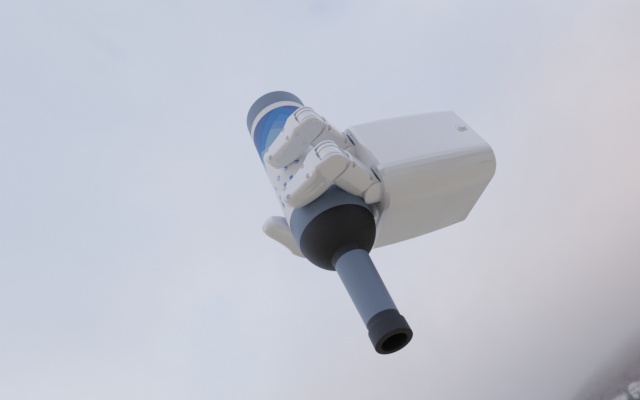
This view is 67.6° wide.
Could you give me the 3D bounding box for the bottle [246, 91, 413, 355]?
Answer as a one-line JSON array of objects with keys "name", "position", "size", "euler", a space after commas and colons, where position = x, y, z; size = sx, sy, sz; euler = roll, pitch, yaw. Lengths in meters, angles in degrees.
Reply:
[{"name": "bottle", "position": [0.000, 0.001, 0.414], "size": [0.069, 0.069, 0.295], "euler": [0, 38, -25]}]
